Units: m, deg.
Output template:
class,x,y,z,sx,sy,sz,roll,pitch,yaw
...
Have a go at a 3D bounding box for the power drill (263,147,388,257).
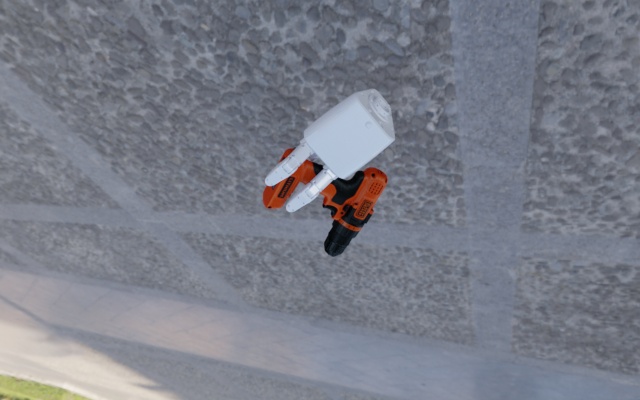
class,x,y,z,sx,sy,sz,roll,pitch,yaw
power drill,0.000,0.002,0.819,0.188,0.184,0.057,19,22,-25
